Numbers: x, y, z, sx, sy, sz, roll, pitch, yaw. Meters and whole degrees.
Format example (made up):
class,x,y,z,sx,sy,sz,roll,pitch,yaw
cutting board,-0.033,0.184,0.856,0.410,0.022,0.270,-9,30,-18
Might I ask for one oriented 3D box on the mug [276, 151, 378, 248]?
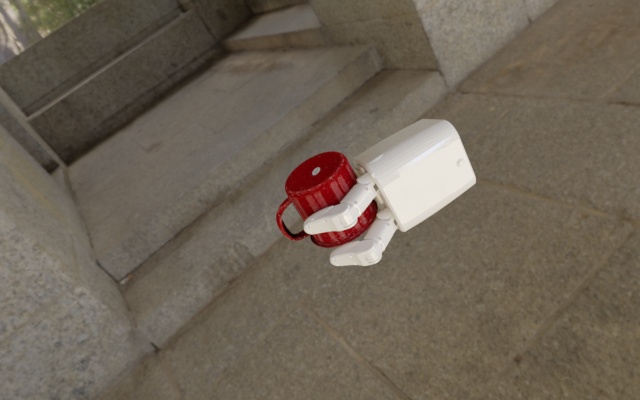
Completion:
class,x,y,z,sx,sy,sz,roll,pitch,yaw
mug,-0.001,0.002,0.570,0.117,0.081,0.093,-32,29,-1
